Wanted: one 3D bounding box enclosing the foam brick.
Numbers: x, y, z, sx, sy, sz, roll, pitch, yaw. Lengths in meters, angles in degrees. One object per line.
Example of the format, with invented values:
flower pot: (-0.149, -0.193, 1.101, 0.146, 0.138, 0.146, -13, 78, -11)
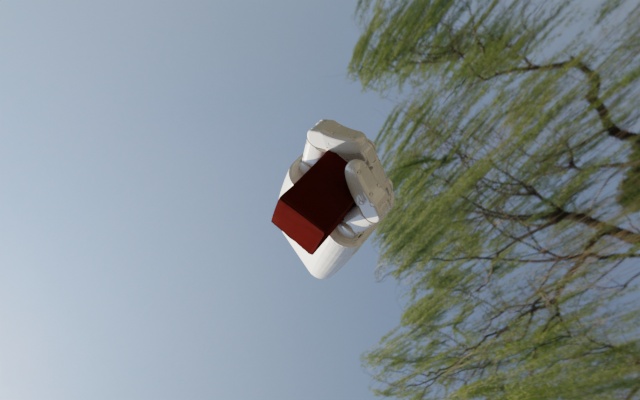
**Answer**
foam brick: (0.000, 0.002, 0.447, 0.078, 0.053, 0.051, -46, -8, -33)
